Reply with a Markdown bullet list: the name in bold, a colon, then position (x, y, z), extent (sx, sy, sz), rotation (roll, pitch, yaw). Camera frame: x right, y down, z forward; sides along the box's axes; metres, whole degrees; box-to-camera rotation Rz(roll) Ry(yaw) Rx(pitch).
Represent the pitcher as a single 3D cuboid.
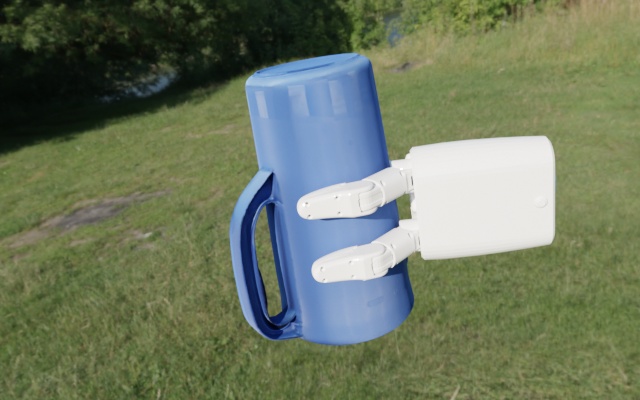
- **pitcher**: position (0.000, 0.001, 0.433), extent (0.145, 0.243, 0.149), rotation (-6, 21, 12)
